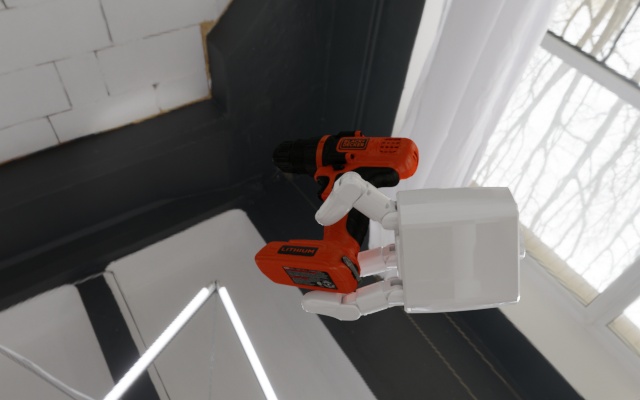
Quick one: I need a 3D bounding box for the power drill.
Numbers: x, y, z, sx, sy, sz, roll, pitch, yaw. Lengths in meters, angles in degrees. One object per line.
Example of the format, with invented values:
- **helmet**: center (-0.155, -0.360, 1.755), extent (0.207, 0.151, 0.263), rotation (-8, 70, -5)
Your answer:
- **power drill**: center (0.000, 0.002, 0.522), extent (0.184, 0.187, 0.057), rotation (2, -36, 31)
